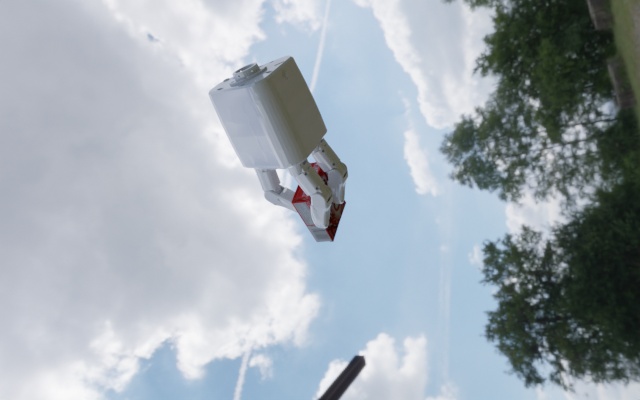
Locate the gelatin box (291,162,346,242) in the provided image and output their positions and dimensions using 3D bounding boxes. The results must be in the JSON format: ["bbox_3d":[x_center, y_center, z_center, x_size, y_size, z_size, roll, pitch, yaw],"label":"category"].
[{"bbox_3d":[0.000,0.002,0.653,0.030,0.073,0.089,-4,-44,28],"label":"gelatin box"}]
